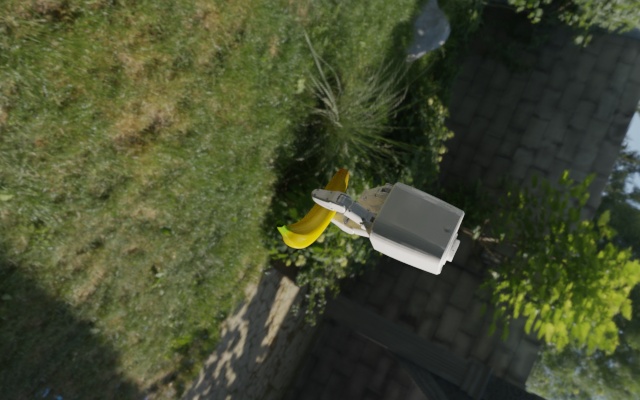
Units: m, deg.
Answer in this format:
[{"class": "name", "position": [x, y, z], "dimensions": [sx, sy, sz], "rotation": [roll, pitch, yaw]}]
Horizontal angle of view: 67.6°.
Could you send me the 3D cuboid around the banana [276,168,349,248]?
[{"class": "banana", "position": [-0.004, 0.019, 0.727], "dimensions": [0.037, 0.070, 0.197], "rotation": [24, 37, 18]}]
